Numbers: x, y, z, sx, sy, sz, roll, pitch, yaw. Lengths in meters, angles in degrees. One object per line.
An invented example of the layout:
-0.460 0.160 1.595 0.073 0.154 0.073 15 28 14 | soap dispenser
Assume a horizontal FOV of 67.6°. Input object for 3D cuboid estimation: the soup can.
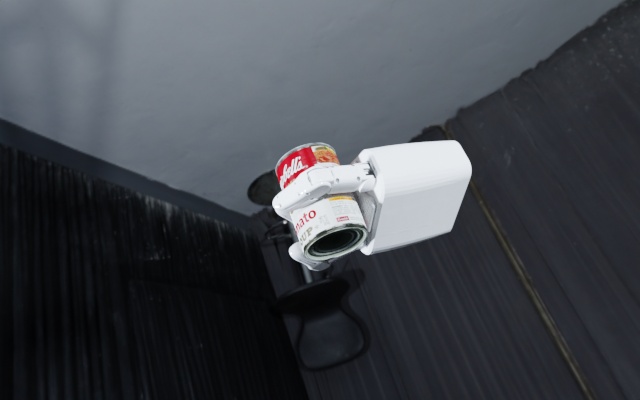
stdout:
0.000 0.002 0.488 0.068 0.102 0.068 -16 -29 -9 | soup can
